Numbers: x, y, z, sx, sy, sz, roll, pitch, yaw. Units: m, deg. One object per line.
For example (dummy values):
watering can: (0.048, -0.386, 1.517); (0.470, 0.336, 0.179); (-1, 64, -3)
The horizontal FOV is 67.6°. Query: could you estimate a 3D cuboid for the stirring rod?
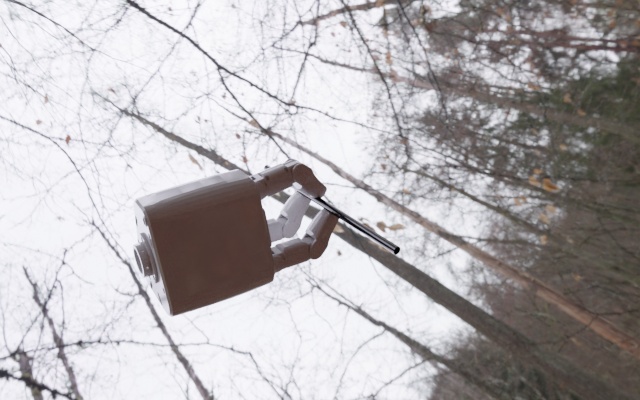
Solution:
stirring rod: (0.000, 0.002, 0.514); (0.011, 0.011, 0.239); (0, 21, -37)
